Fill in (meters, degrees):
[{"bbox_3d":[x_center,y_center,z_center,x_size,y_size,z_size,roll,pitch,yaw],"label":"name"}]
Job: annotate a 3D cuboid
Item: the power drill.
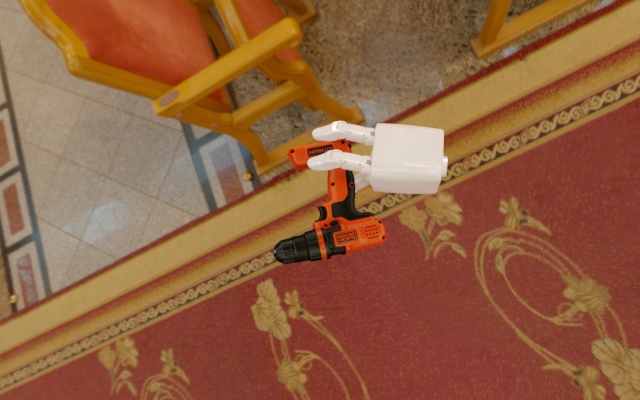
[{"bbox_3d":[0.000,0.002,0.780,0.184,0.187,0.057,-11,-8,-6],"label":"power drill"}]
